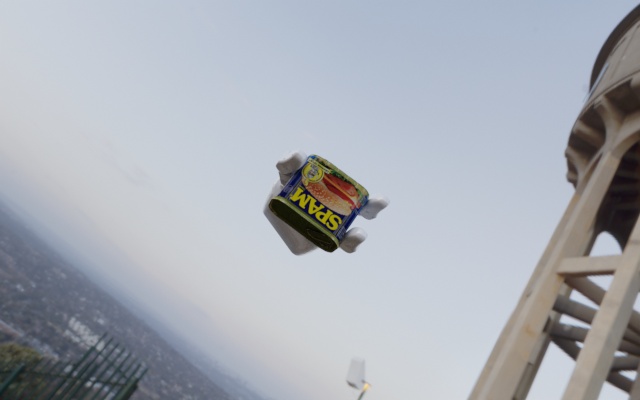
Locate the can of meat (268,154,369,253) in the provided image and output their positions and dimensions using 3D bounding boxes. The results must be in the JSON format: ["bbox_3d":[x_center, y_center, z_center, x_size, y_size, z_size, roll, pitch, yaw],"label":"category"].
[{"bbox_3d":[0.000,0.002,0.609,0.102,0.084,0.057,37,-23,-1],"label":"can of meat"}]
